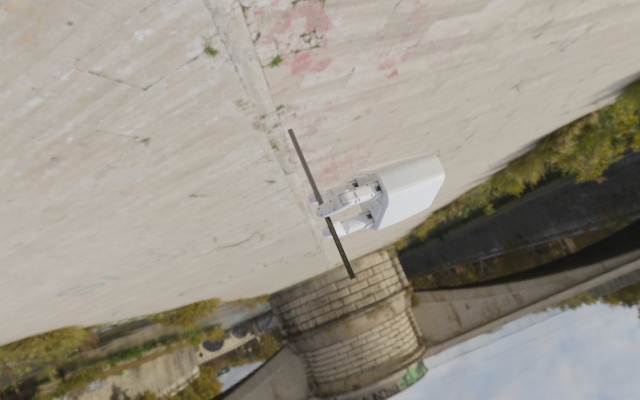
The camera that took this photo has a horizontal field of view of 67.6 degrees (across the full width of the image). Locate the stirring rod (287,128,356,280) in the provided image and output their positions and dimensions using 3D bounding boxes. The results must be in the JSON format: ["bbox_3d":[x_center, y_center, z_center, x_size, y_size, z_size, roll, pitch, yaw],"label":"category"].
[{"bbox_3d":[0.000,0.002,0.698,0.011,0.239,0.011,-22,-10,-4],"label":"stirring rod"}]
